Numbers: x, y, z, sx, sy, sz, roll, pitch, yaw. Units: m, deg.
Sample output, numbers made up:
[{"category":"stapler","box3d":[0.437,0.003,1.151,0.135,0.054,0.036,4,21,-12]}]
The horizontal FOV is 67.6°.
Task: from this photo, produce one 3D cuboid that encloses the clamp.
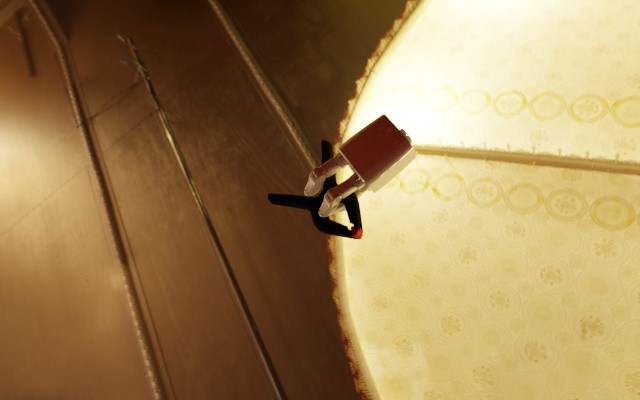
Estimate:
[{"category":"clamp","box3d":[0.001,0.003,0.894,0.164,0.210,0.036,-39,-32,7]}]
